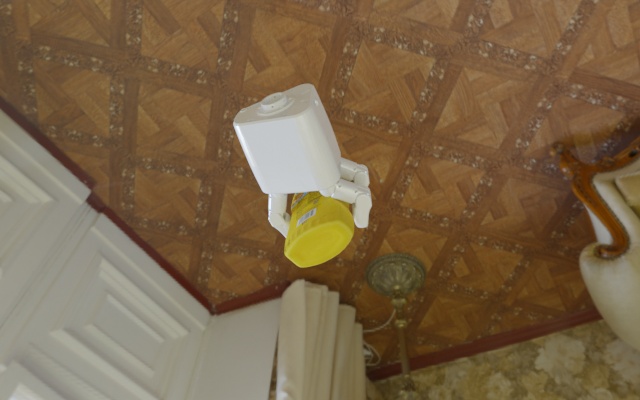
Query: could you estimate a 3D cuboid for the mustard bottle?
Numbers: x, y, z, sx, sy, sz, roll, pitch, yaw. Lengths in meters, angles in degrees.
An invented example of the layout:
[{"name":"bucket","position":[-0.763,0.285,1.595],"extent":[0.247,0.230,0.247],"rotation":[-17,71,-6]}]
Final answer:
[{"name":"mustard bottle","position":[0.000,0.003,0.676],"extent":[0.096,0.058,0.191],"rotation":[-36,27,24]}]
